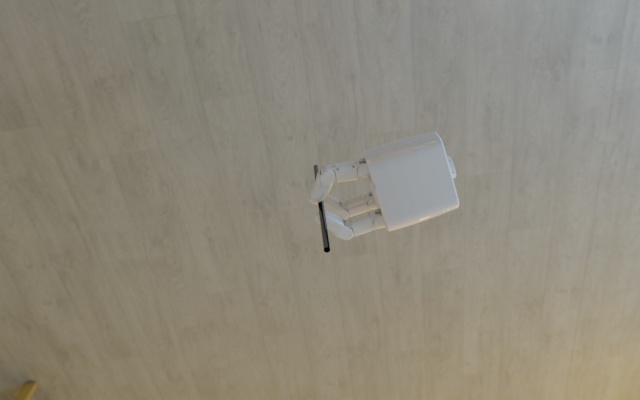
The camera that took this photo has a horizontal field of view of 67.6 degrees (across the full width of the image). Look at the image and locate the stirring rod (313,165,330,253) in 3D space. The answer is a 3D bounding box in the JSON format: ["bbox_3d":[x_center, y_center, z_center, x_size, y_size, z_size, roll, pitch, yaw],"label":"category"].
[{"bbox_3d":[0.000,0.002,0.683,0.011,0.011,0.239,0,29,-4],"label":"stirring rod"}]
